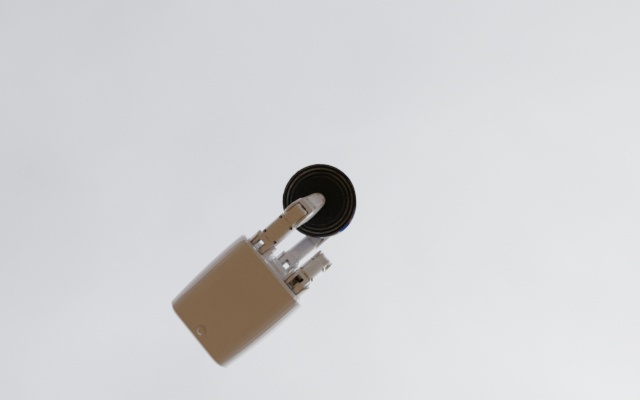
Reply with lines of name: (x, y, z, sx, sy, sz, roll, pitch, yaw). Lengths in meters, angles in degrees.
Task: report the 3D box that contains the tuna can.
tuna can: (0.000, 0.002, 0.562, 0.086, 0.086, 0.034, 0, -7, 6)
